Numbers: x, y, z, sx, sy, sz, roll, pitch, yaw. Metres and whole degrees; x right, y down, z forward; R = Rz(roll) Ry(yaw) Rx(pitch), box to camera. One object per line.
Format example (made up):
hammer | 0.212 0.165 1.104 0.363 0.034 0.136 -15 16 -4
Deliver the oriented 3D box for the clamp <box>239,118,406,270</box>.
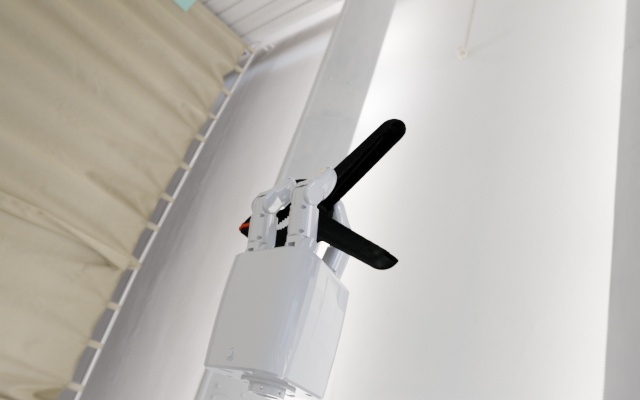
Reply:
clamp | 0.000 0.002 0.494 0.210 0.164 0.036 -12 -40 40
